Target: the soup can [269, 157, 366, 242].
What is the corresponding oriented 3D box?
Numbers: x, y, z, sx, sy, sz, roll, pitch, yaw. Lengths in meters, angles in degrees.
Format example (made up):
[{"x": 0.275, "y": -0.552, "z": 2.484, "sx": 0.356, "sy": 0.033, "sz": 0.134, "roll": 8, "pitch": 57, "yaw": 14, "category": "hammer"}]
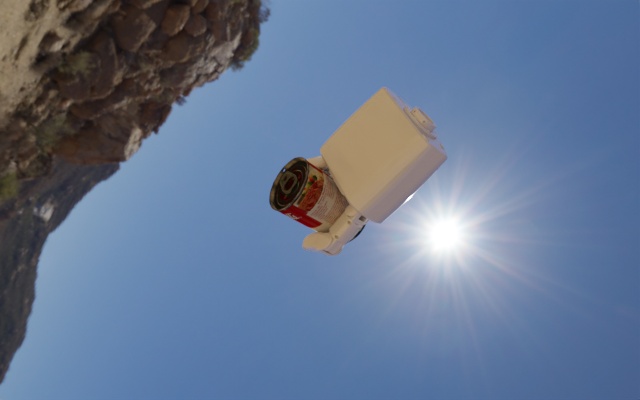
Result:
[{"x": 0.000, "y": 0.002, "z": 0.565, "sx": 0.102, "sy": 0.068, "sz": 0.068, "roll": 30, "pitch": -17, "yaw": -32, "category": "soup can"}]
